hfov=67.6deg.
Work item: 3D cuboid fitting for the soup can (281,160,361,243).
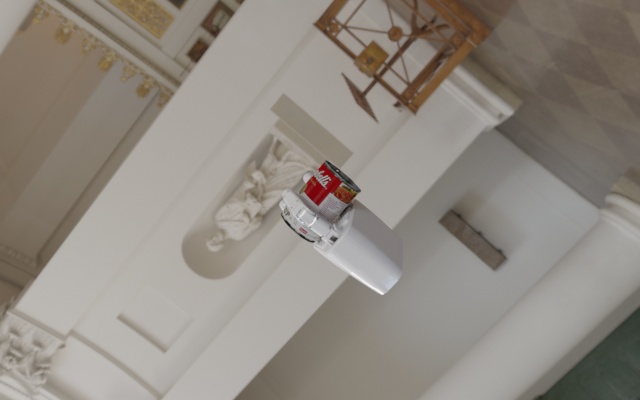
[{"bbox_3d":[0.000,0.002,0.688,0.068,0.102,0.068,39,11,-9],"label":"soup can"}]
